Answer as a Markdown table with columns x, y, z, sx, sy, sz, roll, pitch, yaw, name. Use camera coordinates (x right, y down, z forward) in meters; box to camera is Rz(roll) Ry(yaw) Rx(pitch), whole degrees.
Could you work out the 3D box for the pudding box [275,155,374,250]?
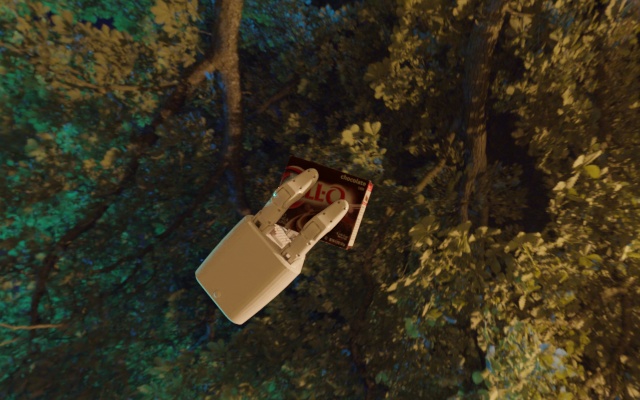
| x | y | z | sx | sy | sz | roll | pitch | yaw | name |
| --- | --- | --- | --- | --- | --- | --- | --- | --- | --- |
| 0.000 | 0.002 | 0.607 | 0.113 | 0.090 | 0.039 | 19 | 1 | 14 | pudding box |
